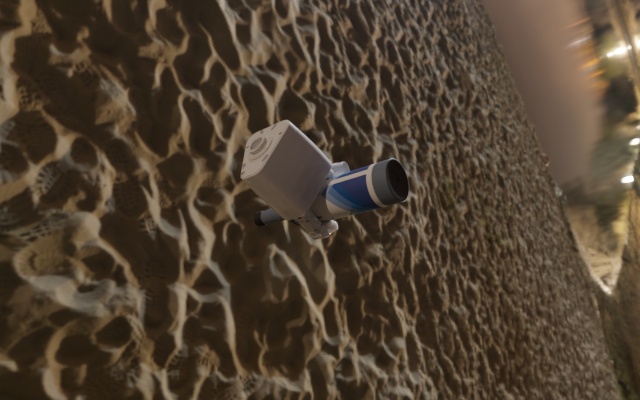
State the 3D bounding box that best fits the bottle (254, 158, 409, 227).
[{"bbox_3d":[0.000,0.003,0.785,0.296,0.069,0.069,-16,-10,37],"label":"bottle"}]
